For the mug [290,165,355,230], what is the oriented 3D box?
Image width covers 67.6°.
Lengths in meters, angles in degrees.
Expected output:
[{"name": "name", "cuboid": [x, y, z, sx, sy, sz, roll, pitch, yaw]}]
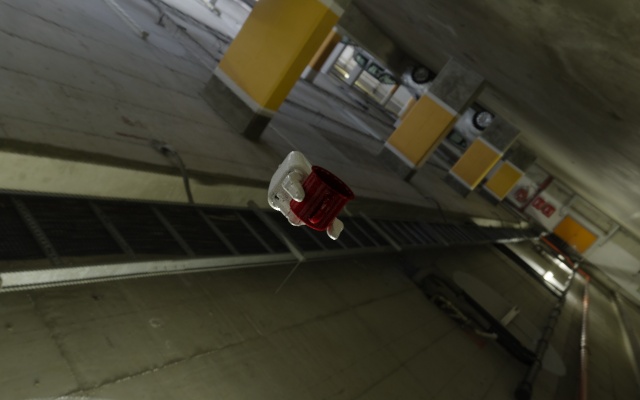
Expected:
[{"name": "mug", "cuboid": [0.000, 0.003, 0.828, 0.093, 0.081, 0.117, 33, 17, -15]}]
